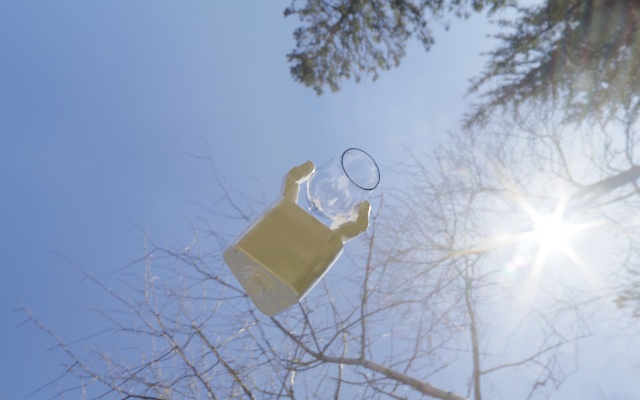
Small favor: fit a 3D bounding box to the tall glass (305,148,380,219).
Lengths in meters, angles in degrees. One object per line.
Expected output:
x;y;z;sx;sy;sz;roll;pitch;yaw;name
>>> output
0.000;0.002;0.685;0.079;0.079;0.201;0;-26;-36;tall glass
